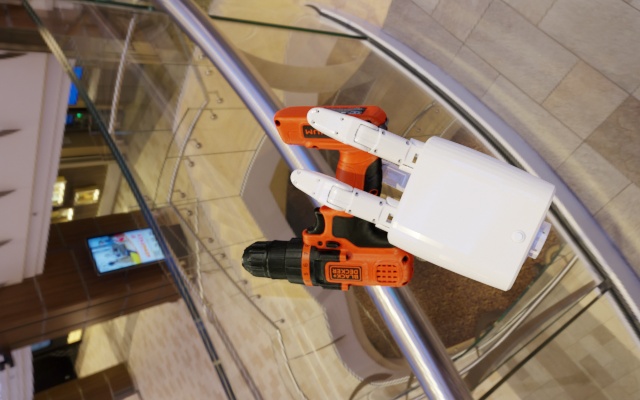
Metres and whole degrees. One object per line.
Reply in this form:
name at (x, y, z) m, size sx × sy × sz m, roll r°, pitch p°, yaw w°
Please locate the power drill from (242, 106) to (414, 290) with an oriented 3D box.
power drill at (0.000, 0.001, 0.481) m, size 0.184 × 0.188 × 0.057 m, roll 0°, pitch 23°, yaw 11°
